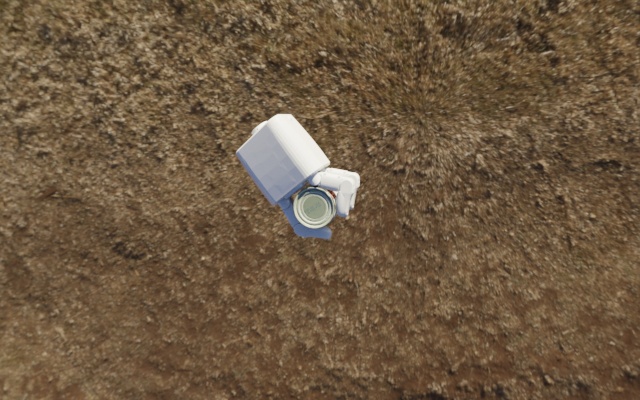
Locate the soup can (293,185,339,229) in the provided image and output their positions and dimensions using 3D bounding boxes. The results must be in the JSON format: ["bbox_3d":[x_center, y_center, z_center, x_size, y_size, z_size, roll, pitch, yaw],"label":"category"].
[{"bbox_3d":[0.000,0.003,0.771,0.068,0.068,0.102,0,10,12],"label":"soup can"}]
